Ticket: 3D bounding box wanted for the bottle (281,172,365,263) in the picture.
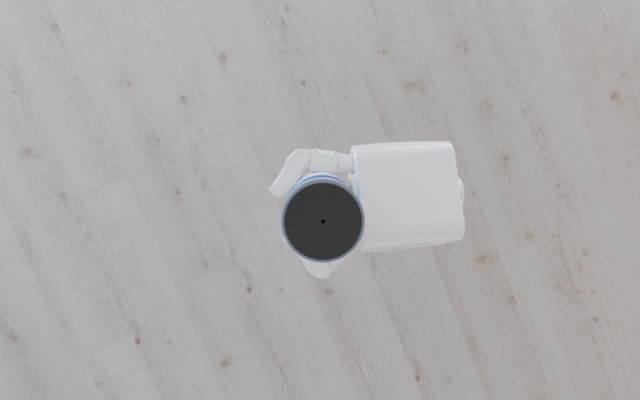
[{"bbox_3d":[0.000,0.002,0.523,0.069,0.069,0.295,0,6,-1],"label":"bottle"}]
